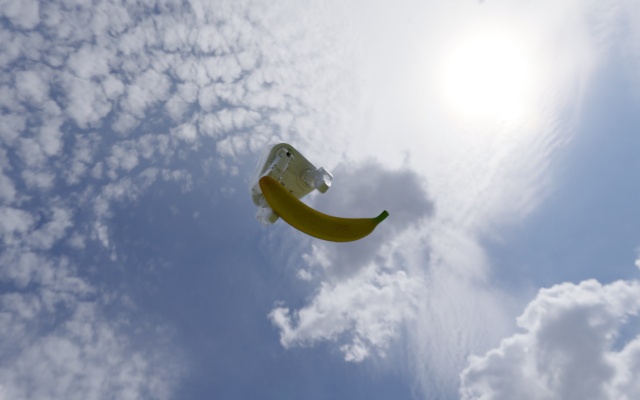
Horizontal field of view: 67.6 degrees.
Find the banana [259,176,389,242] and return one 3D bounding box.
[{"bbox_3d":[-0.002,0.021,0.693,0.198,0.069,0.037,15,7,-16],"label":"banana"}]
